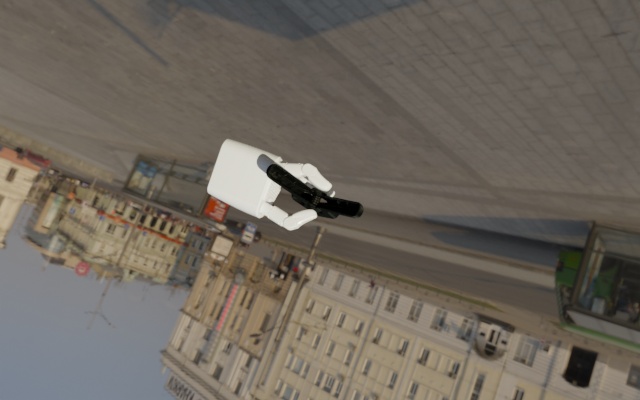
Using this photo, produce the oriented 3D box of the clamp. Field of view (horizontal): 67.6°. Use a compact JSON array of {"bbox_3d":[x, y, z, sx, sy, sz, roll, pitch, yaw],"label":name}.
[{"bbox_3d":[0.000,0.003,0.828,0.164,0.036,0.210,25,-8,11],"label":"clamp"}]
